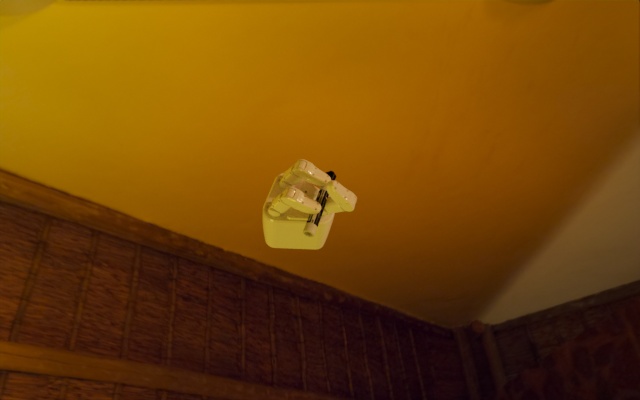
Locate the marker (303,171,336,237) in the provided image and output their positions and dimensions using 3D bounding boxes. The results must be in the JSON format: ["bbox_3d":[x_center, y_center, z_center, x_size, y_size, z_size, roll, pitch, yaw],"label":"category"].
[{"bbox_3d":[0.000,0.002,0.743,0.020,0.121,0.020,15,-32,9],"label":"marker"}]
